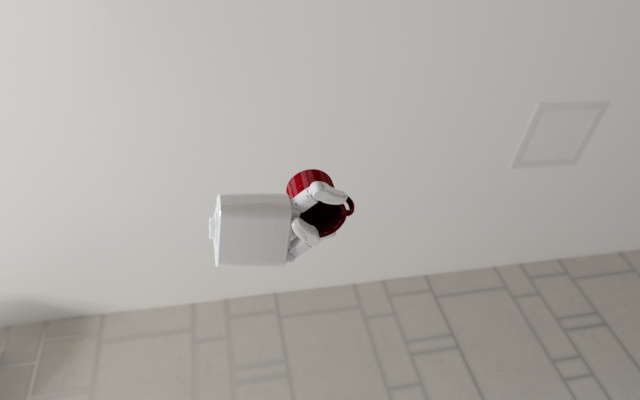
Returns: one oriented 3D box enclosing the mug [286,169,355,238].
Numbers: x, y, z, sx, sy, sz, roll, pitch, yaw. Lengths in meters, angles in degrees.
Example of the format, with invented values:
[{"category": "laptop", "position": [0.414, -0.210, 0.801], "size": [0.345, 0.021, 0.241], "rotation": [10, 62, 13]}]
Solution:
[{"category": "mug", "position": [0.001, 0.002, 0.791], "size": [0.117, 0.093, 0.081], "rotation": [1, 42, -18]}]
